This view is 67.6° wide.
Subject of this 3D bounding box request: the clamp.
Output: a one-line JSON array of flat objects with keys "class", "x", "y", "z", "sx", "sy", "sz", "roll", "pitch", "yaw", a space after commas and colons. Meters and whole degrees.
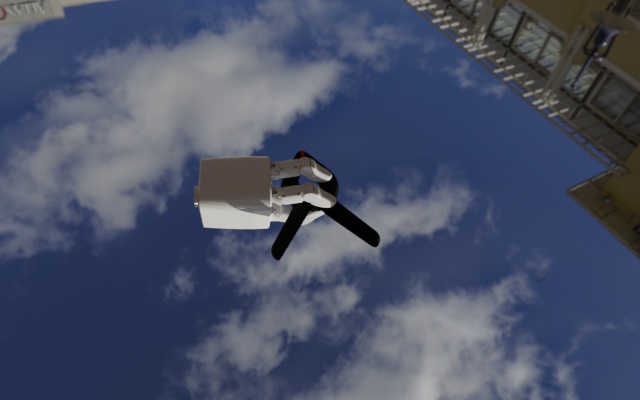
[{"class": "clamp", "x": 0.000, "y": 0.003, "z": 0.760, "sx": 0.164, "sy": 0.209, "sz": 0.036, "roll": 0, "pitch": -40, "yaw": -9}]
